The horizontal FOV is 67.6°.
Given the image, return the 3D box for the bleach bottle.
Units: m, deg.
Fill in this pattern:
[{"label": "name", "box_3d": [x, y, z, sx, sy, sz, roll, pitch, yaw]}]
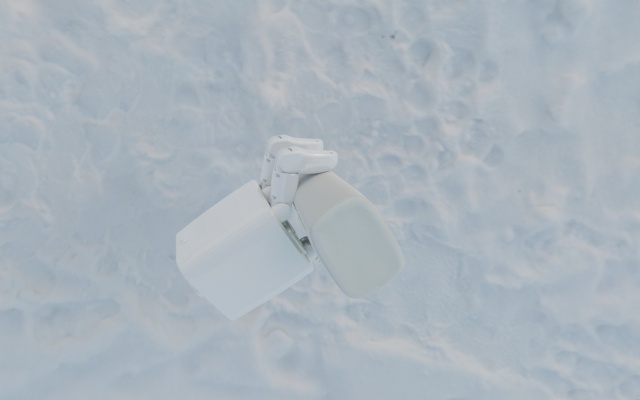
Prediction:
[{"label": "bleach bottle", "box_3d": [0.000, 0.002, 0.529, 0.068, 0.103, 0.250, -33, 25, -3]}]
